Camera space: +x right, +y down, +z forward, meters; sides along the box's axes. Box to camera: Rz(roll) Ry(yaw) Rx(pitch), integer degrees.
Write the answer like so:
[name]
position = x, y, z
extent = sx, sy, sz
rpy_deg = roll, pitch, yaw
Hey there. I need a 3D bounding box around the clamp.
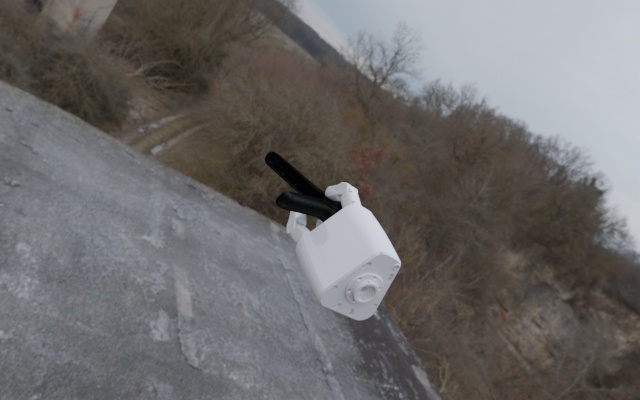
[clamp]
position = 0.001, 0.002, 0.748
extent = 0.210, 0.036, 0.164
rpy_deg = 30, 18, -32
